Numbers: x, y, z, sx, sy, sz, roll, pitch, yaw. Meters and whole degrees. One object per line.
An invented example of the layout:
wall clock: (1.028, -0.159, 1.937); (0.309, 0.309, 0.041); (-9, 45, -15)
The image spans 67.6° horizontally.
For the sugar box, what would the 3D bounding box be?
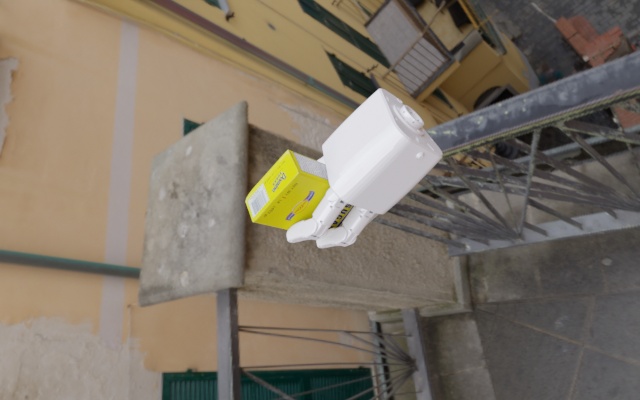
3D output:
sugar box: (0.000, 0.002, 0.619); (0.176, 0.048, 0.093); (18, -53, -43)
